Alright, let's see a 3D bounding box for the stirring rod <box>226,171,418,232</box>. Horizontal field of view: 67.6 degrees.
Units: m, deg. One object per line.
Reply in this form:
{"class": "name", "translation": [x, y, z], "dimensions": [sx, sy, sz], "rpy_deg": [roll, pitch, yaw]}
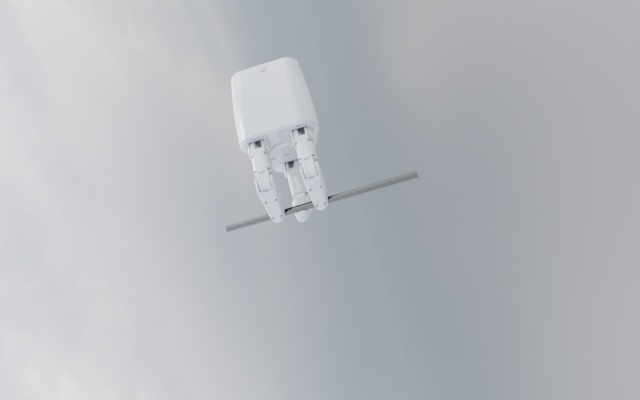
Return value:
{"class": "stirring rod", "translation": [0.000, 0.002, 0.579], "dimensions": [0.239, 0.011, 0.011], "rpy_deg": [-16, -1, 4]}
